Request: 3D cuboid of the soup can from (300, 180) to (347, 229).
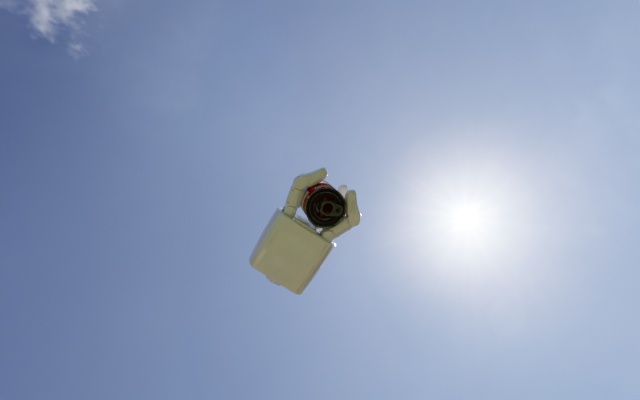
[{"bbox_3d":[0.000,0.002,0.813,0.068,0.068,0.102,0,12,-11],"label":"soup can"}]
